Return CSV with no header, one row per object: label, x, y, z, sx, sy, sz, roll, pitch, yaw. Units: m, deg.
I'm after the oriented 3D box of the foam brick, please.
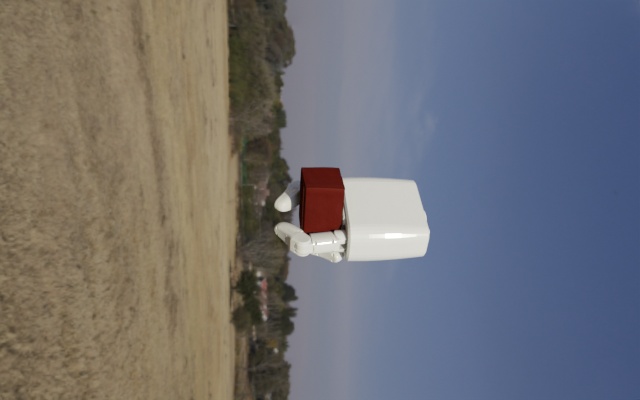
foam brick,0.000,0.002,0.612,0.051,0.078,0.053,0,34,-6
